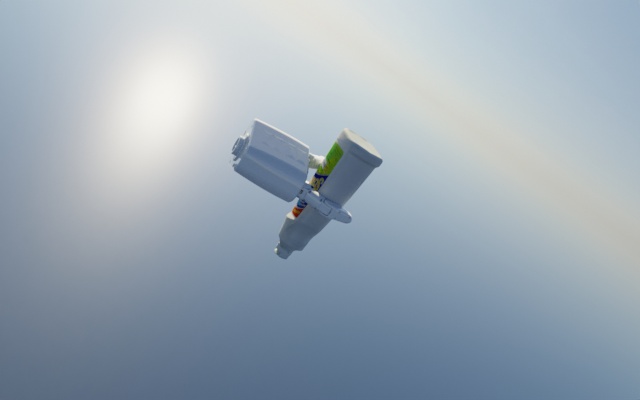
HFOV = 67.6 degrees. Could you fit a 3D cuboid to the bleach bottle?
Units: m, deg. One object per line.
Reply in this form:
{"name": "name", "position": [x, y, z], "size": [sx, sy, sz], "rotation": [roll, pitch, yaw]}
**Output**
{"name": "bleach bottle", "position": [0.000, 0.003, 0.814], "size": [0.068, 0.251, 0.102], "rotation": [29, 18, -22]}
